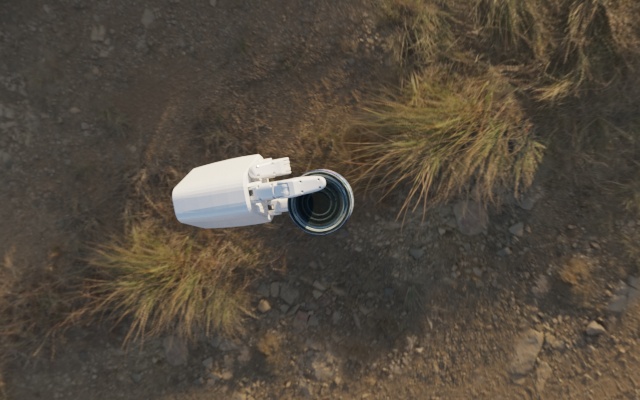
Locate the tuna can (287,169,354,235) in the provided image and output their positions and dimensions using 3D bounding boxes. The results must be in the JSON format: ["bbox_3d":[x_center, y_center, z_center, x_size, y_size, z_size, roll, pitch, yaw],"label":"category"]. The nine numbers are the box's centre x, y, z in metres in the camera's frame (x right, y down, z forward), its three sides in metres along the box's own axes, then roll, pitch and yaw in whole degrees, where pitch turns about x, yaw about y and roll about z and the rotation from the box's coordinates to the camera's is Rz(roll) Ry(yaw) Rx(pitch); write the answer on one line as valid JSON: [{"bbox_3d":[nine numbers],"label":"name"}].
[{"bbox_3d":[0.000,0.002,0.626,0.086,0.086,0.034,0,4,7],"label":"tuna can"}]
